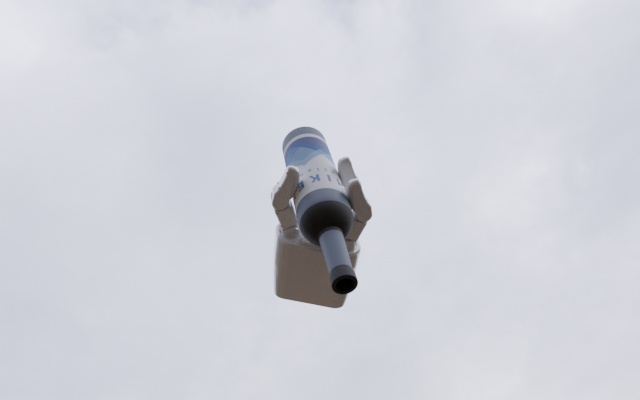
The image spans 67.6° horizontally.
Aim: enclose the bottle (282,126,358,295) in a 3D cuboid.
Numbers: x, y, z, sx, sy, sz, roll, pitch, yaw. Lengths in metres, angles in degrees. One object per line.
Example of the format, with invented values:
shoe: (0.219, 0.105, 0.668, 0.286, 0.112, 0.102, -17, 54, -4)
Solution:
bottle: (0.000, 0.002, 0.599, 0.069, 0.069, 0.295, 0, 35, -12)
